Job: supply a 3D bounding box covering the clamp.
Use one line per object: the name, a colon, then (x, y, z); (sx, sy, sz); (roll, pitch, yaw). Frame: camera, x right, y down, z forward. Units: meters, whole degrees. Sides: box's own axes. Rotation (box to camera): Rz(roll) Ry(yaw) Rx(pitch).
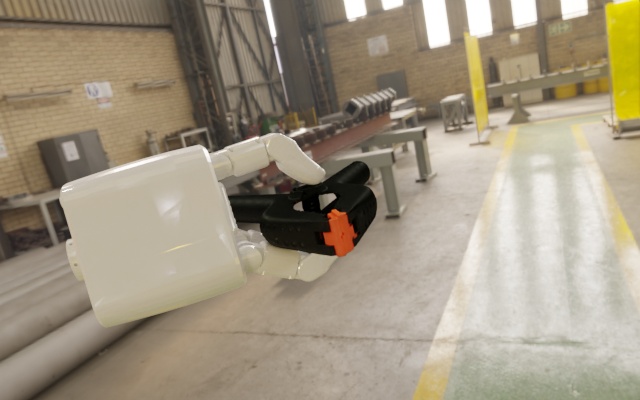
clamp: (0.000, 0.001, 0.414); (0.164, 0.036, 0.210); (-18, 14, -16)
